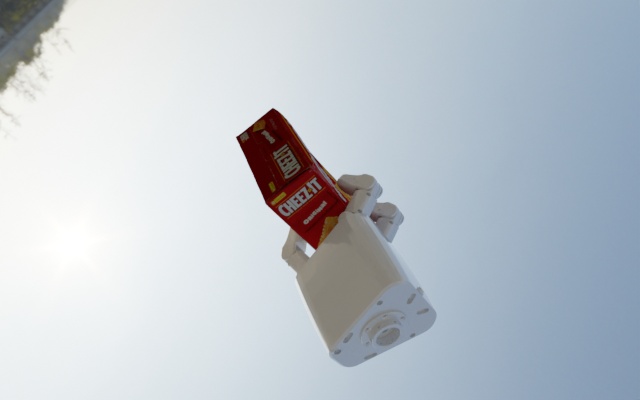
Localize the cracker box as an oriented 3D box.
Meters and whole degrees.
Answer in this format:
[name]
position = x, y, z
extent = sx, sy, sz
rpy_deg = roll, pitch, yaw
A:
[cracker box]
position = 0.000, 0.002, 0.605
extent = 0.214, 0.072, 0.164
rpy_deg = 47, 6, -38
